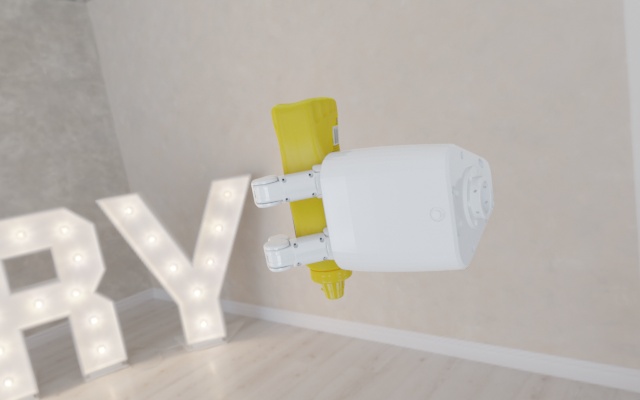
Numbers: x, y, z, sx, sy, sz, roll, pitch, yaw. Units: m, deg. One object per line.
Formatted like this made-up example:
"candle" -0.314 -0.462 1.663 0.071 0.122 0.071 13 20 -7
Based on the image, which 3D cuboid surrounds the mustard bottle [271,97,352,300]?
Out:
"mustard bottle" 0.000 0.001 0.456 0.058 0.191 0.096 -8 9 11
